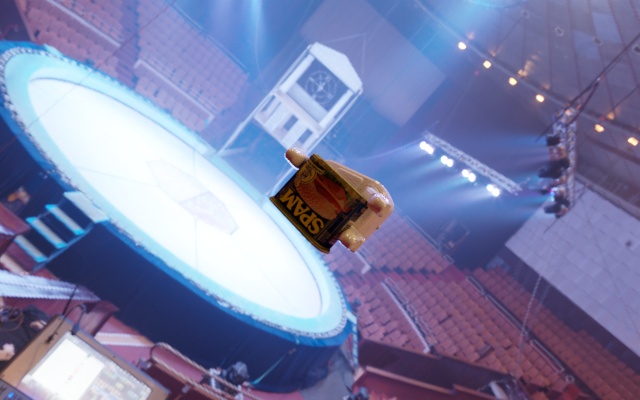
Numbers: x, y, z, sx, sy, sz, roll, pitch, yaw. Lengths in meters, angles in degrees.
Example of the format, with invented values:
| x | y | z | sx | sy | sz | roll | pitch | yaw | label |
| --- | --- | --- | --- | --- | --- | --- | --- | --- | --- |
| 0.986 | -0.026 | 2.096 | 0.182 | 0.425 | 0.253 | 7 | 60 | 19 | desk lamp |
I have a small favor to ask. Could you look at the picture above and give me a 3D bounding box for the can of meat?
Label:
| x | y | z | sx | sy | sz | roll | pitch | yaw | label |
| --- | --- | --- | --- | --- | --- | --- | --- | --- | --- |
| 0.000 | 0.002 | 0.602 | 0.102 | 0.084 | 0.057 | 45 | 5 | 23 | can of meat |
